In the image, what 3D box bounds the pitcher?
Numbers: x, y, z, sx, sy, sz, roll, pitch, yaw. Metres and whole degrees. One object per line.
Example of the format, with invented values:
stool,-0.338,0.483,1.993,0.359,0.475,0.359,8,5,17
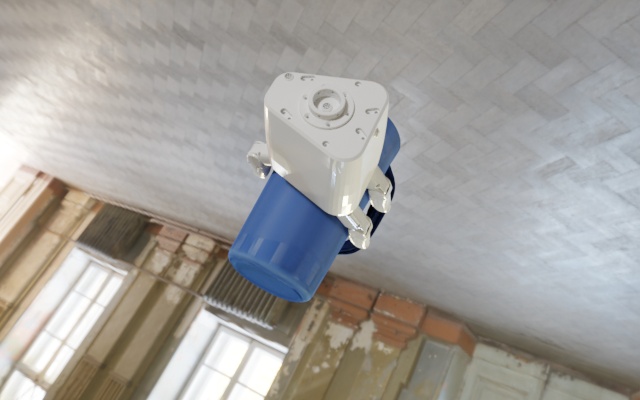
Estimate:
pitcher,0.000,0.002,0.590,0.149,0.242,0.145,24,-24,11
